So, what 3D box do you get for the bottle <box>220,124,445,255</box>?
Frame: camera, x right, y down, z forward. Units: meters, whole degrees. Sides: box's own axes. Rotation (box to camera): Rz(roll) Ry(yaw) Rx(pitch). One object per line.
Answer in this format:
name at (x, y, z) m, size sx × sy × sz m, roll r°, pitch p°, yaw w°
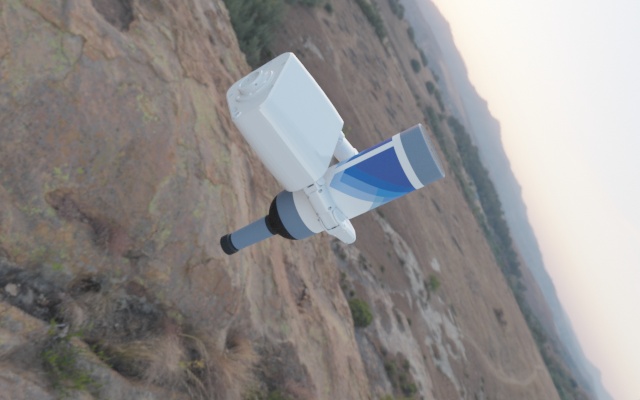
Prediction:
bottle at (0.000, 0.002, 0.585) m, size 0.296 × 0.069 × 0.069 m, roll -25°, pitch -9°, yaw 20°
